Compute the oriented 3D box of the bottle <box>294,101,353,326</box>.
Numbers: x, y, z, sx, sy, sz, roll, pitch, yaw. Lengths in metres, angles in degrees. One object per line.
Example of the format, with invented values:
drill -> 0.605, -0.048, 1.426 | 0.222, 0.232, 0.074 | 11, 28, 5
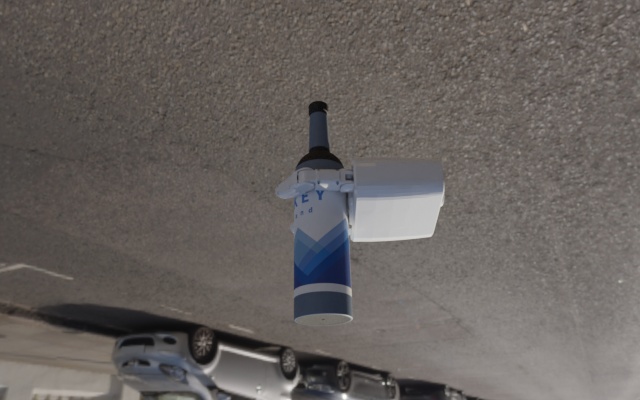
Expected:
bottle -> 0.000, 0.002, 0.599 | 0.069, 0.295, 0.069 | -1, -26, -1
